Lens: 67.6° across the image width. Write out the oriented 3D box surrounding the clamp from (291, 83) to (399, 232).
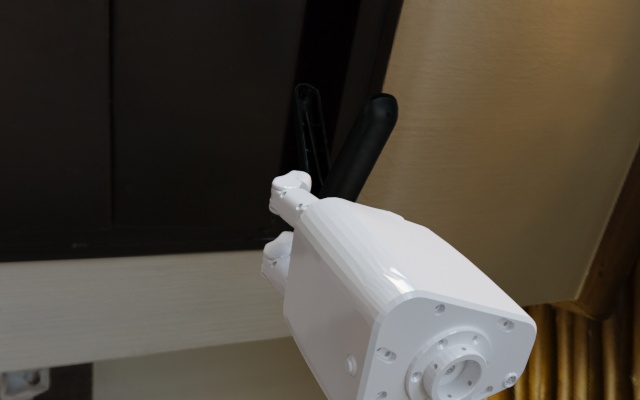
[{"bbox_3d":[0.001,0.002,0.405,0.036,0.210,0.164,1,21,-21],"label":"clamp"}]
